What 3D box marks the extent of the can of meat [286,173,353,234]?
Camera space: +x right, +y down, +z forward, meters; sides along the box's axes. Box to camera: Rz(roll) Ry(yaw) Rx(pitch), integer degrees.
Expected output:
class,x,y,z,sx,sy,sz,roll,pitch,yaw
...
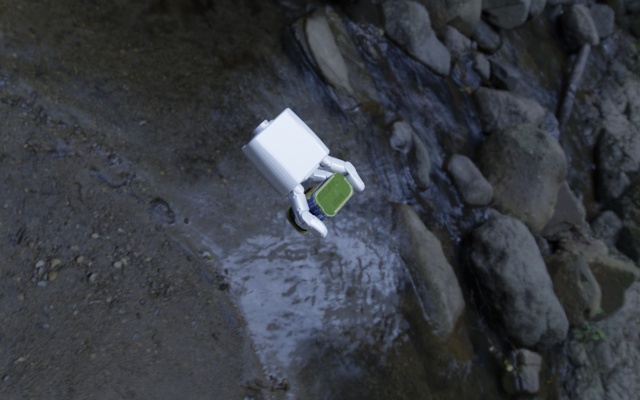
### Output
class,x,y,z,sx,sy,sz,roll,pitch,yaw
can of meat,0.000,0.003,0.850,0.084,0.057,0.102,-32,11,46
